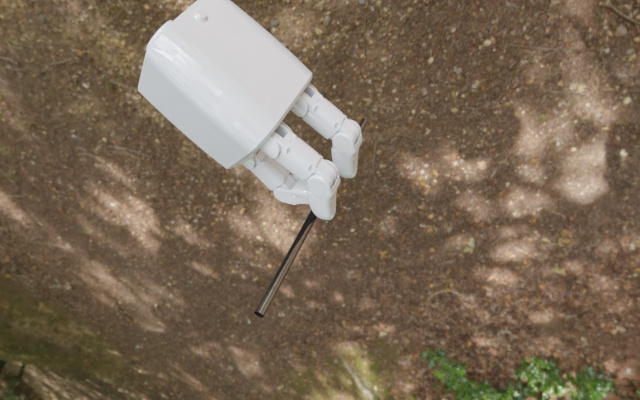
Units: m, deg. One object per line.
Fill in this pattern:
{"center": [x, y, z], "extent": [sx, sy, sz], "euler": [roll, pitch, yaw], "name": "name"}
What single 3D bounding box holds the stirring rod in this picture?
{"center": [0.000, 0.001, 0.432], "extent": [0.011, 0.239, 0.011], "euler": [18, -38, 14], "name": "stirring rod"}
